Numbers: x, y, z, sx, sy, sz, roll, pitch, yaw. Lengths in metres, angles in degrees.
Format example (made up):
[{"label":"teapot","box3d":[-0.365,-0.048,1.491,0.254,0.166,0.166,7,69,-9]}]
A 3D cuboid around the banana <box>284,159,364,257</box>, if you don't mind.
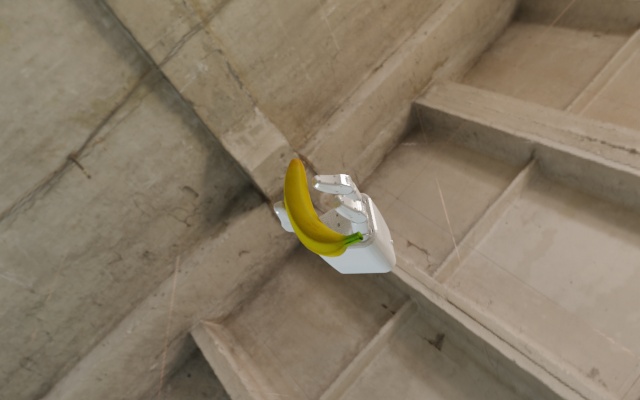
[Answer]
[{"label":"banana","box3d":[-0.012,0.017,0.647,0.037,0.069,0.197,44,5,-46]}]
